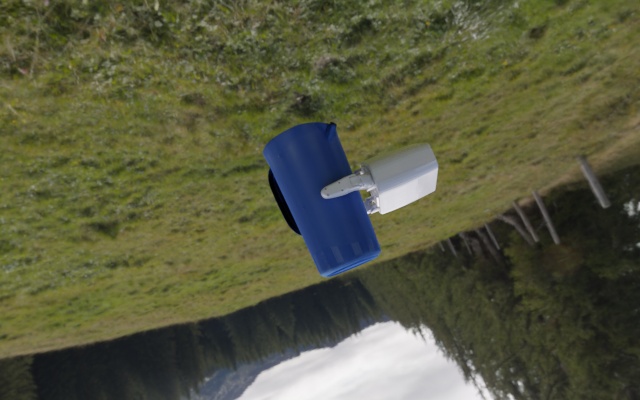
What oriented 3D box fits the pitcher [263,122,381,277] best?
[{"bbox_3d":[0.000,0.003,0.805,0.145,0.242,0.149,-22,-12,-3],"label":"pitcher"}]
